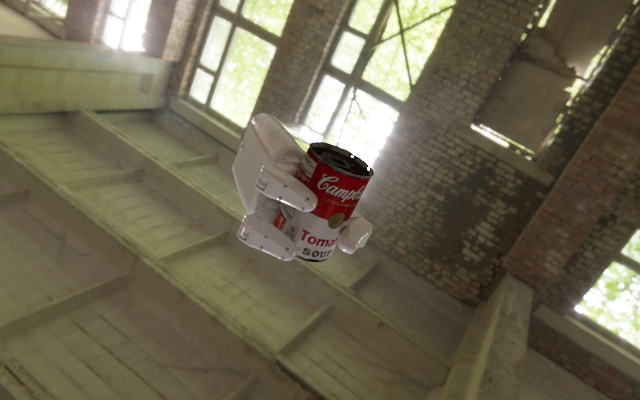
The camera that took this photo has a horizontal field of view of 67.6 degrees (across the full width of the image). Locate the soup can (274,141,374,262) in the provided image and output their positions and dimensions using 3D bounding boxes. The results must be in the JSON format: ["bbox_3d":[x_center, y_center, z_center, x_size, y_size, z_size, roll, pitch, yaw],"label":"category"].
[{"bbox_3d":[0.000,0.002,0.474,0.068,0.102,0.068,22,22,-10],"label":"soup can"}]
